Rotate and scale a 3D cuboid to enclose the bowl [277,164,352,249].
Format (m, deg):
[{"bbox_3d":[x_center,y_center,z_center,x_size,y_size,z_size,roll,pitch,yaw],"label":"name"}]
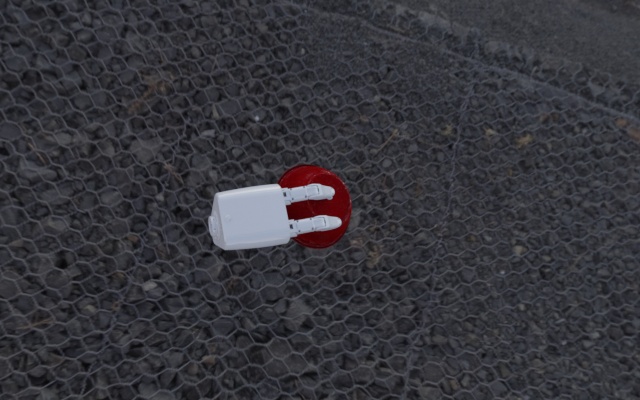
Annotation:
[{"bbox_3d":[0.001,0.002,0.856,0.162,0.162,0.055,0,-16,-33],"label":"bowl"}]
